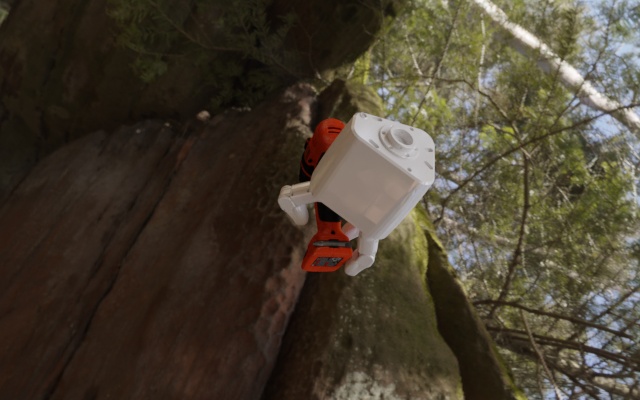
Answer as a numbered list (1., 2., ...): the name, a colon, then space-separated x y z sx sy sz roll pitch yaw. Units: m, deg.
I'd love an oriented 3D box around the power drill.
1. power drill: 0.000 0.003 0.679 0.057 0.187 0.184 1 -20 -10
